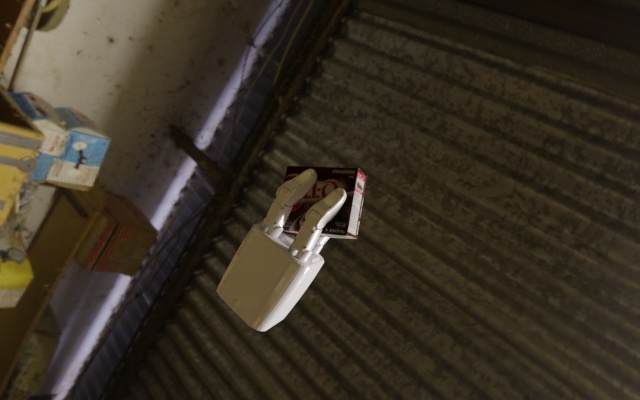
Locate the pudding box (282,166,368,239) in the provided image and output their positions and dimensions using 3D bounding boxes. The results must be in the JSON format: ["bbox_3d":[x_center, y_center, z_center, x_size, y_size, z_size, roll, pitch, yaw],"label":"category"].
[{"bbox_3d":[0.000,0.002,0.636,0.113,0.090,0.039,4,-12,28],"label":"pudding box"}]
